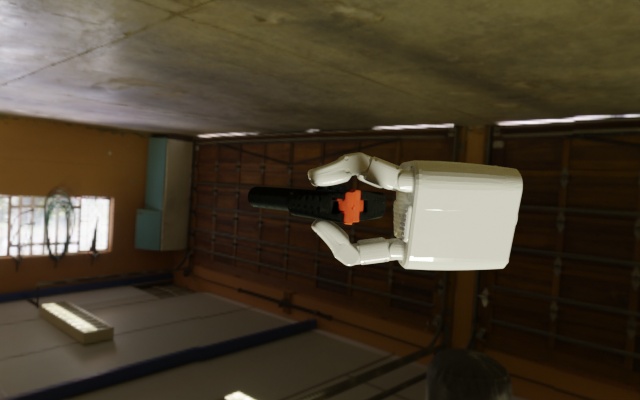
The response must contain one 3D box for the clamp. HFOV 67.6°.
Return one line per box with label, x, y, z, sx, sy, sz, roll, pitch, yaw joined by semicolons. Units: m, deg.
clamp;0.000;0.002;0.487;0.164;0.036;0.210;2;2;-2
